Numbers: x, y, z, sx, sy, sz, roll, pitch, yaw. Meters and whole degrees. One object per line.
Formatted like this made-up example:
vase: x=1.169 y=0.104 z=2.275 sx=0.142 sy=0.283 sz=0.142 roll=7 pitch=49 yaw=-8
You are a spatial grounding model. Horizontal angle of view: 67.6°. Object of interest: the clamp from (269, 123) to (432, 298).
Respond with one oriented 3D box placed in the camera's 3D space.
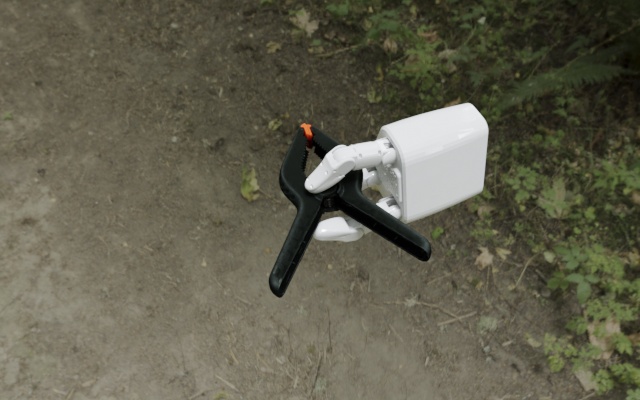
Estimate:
clamp: x=0.000 y=0.001 z=0.515 sx=0.164 sy=0.209 sz=0.036 roll=-18 pitch=-34 yaw=-13
